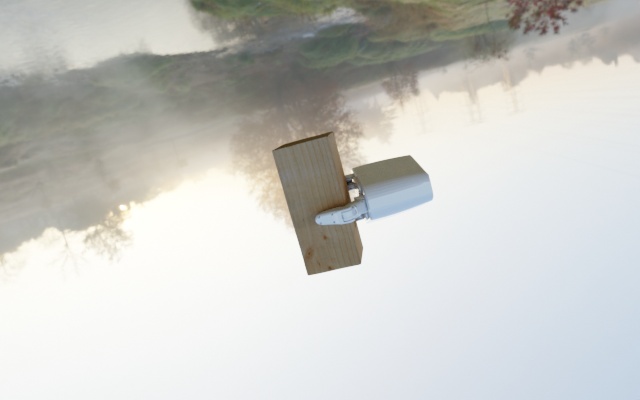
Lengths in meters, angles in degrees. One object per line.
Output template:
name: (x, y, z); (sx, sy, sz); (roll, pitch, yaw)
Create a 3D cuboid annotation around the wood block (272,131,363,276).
wood block: (0.001, 0.003, 0.770); (0.090, 0.206, 0.091); (-13, 11, 10)
